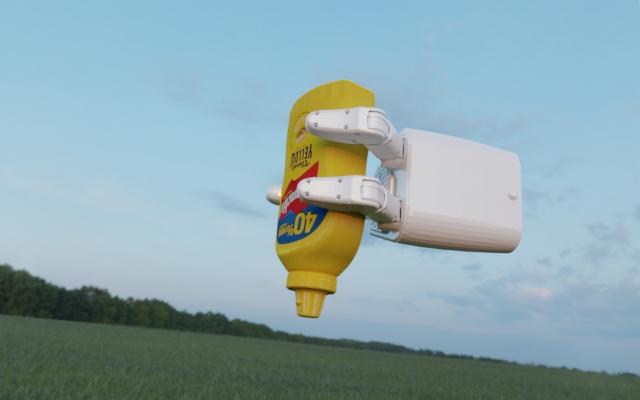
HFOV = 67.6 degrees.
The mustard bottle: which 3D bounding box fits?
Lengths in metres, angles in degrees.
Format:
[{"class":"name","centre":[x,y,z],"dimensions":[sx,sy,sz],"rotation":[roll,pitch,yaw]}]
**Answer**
[{"class":"mustard bottle","centre":[0.000,0.001,0.405],"dimensions":[0.058,0.191,0.096],"rotation":[17,-21,-33]}]
